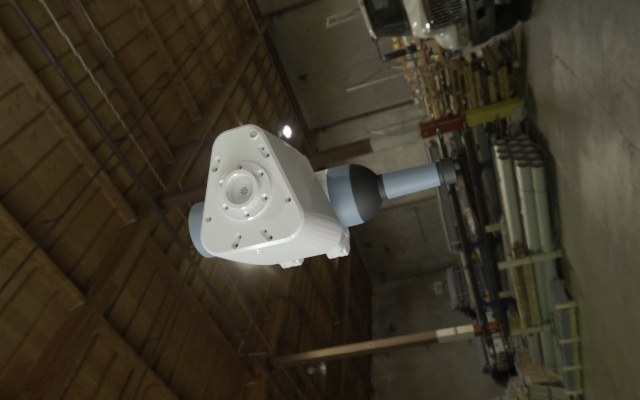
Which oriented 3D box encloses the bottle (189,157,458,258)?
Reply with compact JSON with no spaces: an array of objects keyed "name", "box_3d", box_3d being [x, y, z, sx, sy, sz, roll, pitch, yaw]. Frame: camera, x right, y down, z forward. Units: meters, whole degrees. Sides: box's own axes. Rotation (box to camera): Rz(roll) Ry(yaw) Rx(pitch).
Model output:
[{"name":"bottle","box_3d":[0.000,0.002,0.529,0.296,0.069,0.069,-14,-4,15]}]
